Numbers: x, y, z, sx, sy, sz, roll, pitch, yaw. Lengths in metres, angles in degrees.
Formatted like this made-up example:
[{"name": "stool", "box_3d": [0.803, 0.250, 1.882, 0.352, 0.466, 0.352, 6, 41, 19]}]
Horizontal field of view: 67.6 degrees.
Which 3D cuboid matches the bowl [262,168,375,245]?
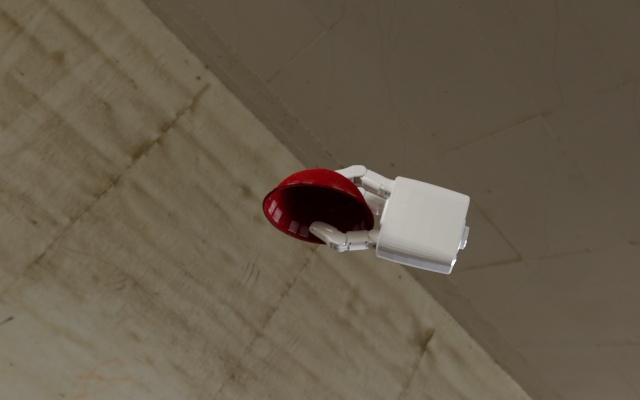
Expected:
[{"name": "bowl", "box_3d": [-0.001, 0.002, 0.693, 0.162, 0.055, 0.162, 7, -33, 5]}]
